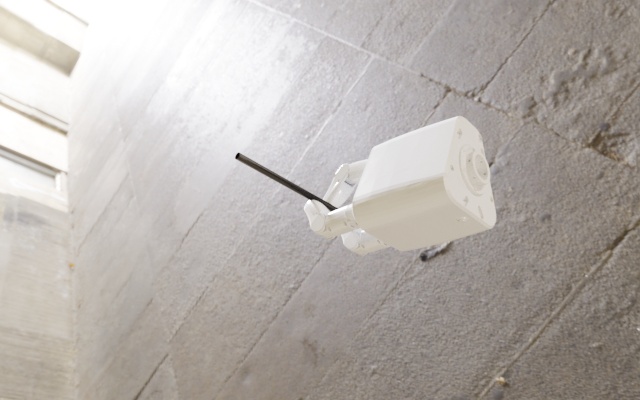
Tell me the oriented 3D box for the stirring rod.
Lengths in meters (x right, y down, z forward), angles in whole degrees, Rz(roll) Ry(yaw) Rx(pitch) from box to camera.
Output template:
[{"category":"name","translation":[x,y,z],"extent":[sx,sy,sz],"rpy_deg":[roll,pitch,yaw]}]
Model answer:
[{"category":"stirring rod","translation":[0.000,0.002,0.556],"extent":[0.239,0.011,0.011],"rpy_deg":[29,-18,-36]}]
